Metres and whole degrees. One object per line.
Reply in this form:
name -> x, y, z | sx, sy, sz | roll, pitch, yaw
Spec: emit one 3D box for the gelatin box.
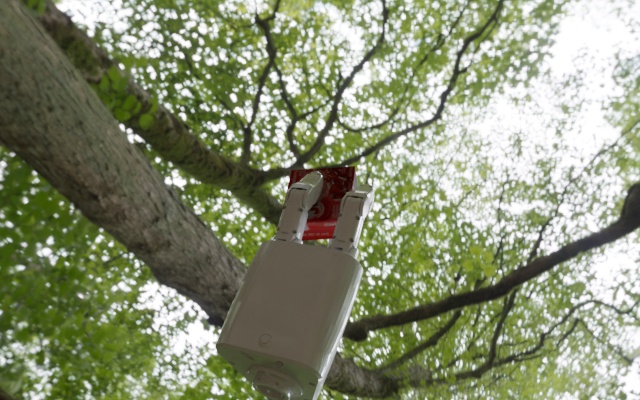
gelatin box -> 0.000, 0.002, 0.505 | 0.073, 0.030, 0.089 | -3, 41, 11
